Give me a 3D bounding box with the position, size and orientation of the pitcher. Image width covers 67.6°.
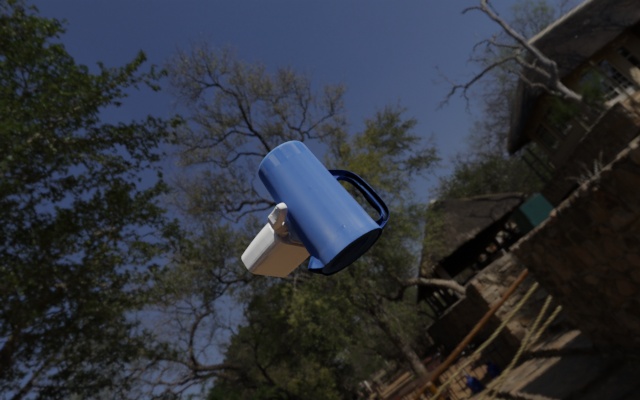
[{"bbox_3d":[0.000,0.003,0.882,0.145,0.242,0.149,-48,-22,26],"label":"pitcher"}]
